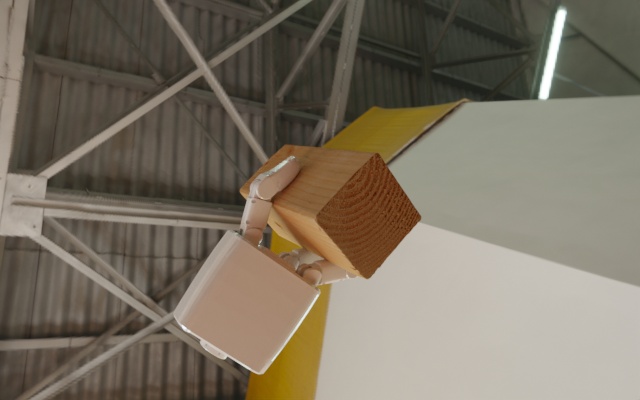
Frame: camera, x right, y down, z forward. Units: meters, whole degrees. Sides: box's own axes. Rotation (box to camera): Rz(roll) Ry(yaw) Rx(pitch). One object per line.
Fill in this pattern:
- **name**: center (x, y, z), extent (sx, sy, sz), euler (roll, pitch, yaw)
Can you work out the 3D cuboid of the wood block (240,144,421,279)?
- **wood block**: center (0.000, 0.002, 0.536), extent (0.090, 0.091, 0.206), euler (-46, 26, -15)
